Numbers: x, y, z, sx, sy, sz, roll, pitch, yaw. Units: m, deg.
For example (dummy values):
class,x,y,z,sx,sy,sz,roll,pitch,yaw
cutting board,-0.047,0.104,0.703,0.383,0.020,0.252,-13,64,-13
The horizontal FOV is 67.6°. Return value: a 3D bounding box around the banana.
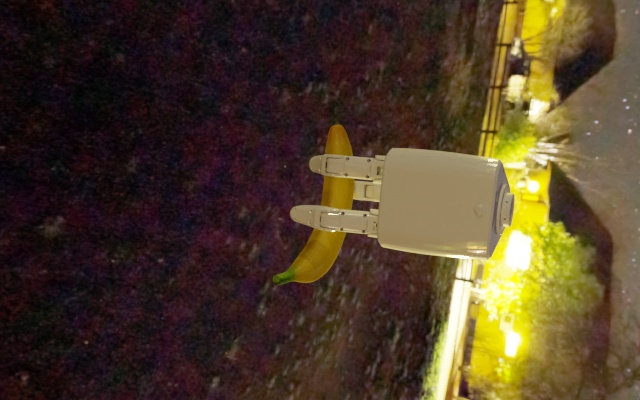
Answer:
class,x,y,z,sx,sy,sz,roll,pitch,yaw
banana,0.008,0.012,0.548,0.037,0.197,0.070,7,-20,34
